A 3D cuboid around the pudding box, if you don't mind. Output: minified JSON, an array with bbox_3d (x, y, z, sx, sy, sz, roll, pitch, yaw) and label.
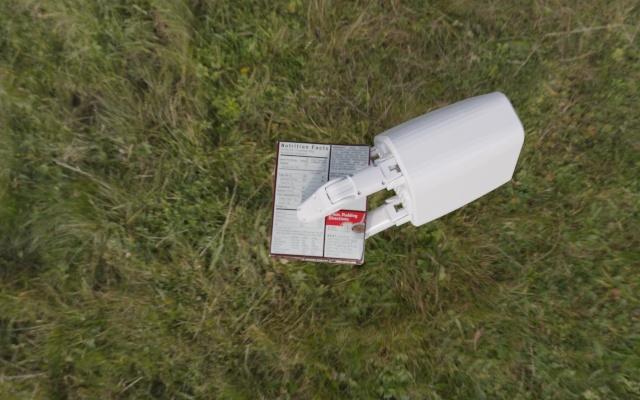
[{"bbox_3d":[0.000,0.001,0.453,0.090,0.113,0.039,4,-8,4],"label":"pudding box"}]
